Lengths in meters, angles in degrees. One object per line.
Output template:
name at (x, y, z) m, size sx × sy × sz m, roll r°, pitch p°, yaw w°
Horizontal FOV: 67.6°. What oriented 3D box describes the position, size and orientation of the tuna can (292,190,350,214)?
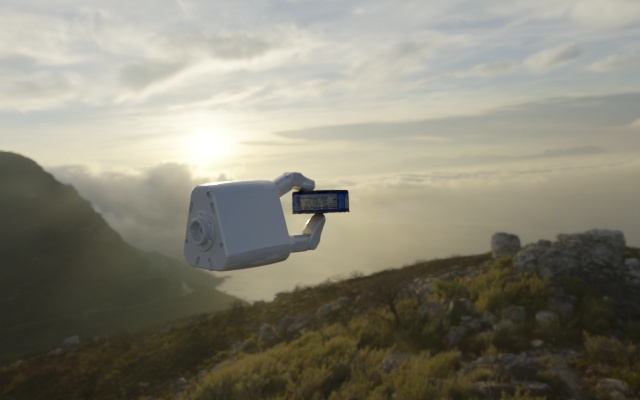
tuna can at (0.000, 0.002, 0.703) m, size 0.086 × 0.034 × 0.086 m, roll -2°, pitch -1°, yaw 0°
